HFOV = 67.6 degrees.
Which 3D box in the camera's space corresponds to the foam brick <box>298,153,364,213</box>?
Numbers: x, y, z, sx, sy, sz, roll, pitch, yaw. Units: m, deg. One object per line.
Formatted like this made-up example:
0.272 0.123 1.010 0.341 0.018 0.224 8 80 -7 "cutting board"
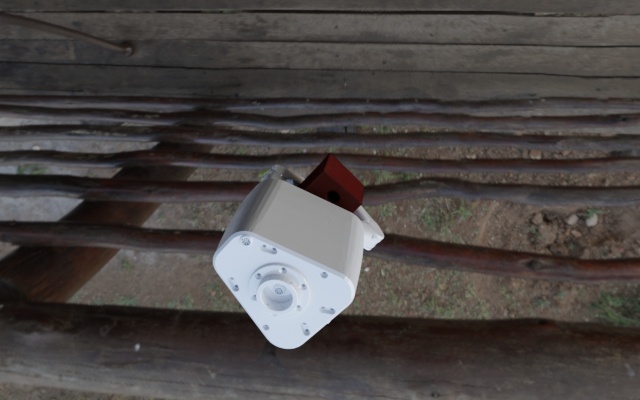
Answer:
0.000 0.001 0.491 0.053 0.078 0.051 41 22 -10 "foam brick"
